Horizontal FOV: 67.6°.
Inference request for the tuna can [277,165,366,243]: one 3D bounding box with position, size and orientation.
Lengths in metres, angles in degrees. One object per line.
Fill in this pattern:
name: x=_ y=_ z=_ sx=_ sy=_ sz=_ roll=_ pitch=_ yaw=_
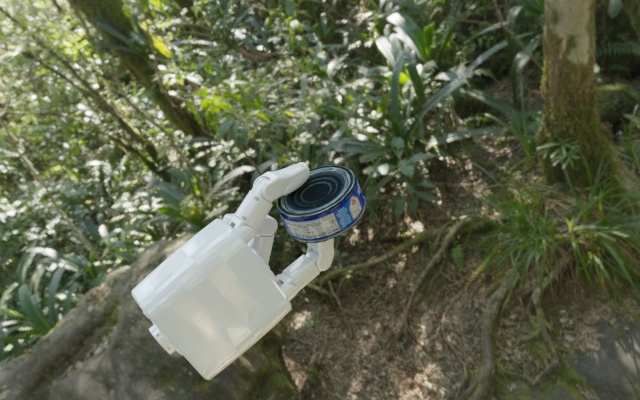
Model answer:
tuna can: x=0.000 y=0.001 z=0.480 sx=0.086 sy=0.034 sz=0.086 roll=-17 pitch=33 yaw=11
